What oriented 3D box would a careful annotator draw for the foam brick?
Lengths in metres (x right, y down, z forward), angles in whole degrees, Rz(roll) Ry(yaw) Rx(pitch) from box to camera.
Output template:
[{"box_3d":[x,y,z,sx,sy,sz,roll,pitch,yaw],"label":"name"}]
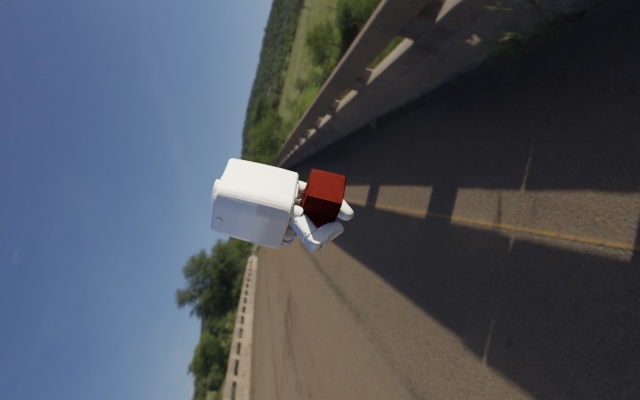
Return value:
[{"box_3d":[0.000,0.002,0.682,0.051,0.053,0.078,15,-40,-6],"label":"foam brick"}]
